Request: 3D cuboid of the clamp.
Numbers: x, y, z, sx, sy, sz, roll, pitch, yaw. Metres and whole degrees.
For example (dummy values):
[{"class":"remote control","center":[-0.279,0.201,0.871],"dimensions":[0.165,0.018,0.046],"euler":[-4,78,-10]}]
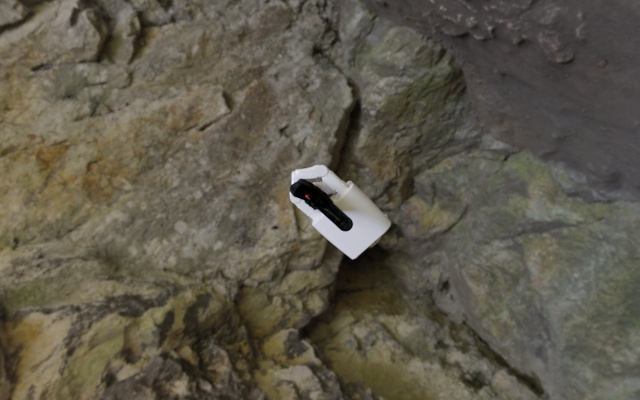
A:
[{"class":"clamp","center":[0.000,0.003,0.826],"dimensions":[0.120,0.039,0.171],"euler":[43,6,-6]}]
